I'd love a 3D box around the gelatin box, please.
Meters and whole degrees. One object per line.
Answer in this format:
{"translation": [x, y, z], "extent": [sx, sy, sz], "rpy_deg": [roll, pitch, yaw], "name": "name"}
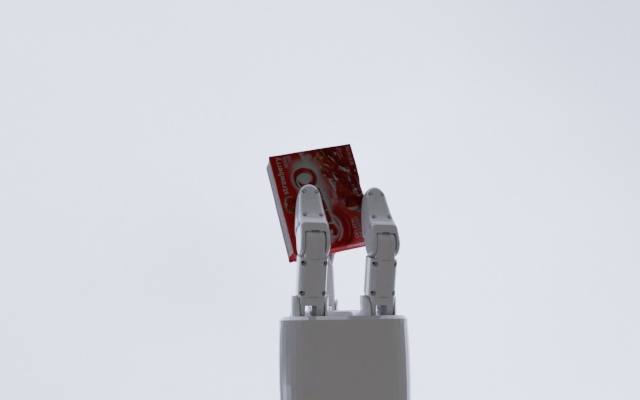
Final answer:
{"translation": [0.000, 0.001, 0.403], "extent": [0.073, 0.089, 0.030], "rpy_deg": [-11, -15, -16], "name": "gelatin box"}
